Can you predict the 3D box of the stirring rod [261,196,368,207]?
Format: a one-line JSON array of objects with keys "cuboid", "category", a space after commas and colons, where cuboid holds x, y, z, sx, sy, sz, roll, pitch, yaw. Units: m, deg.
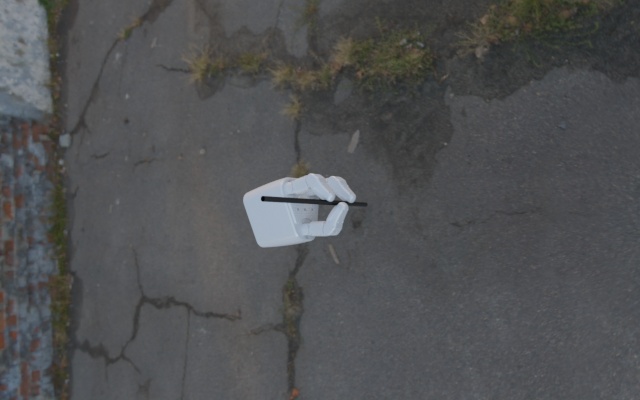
[{"cuboid": [0.000, 0.002, 0.738, 0.011, 0.011, 0.239, 0, -2, 41], "category": "stirring rod"}]
